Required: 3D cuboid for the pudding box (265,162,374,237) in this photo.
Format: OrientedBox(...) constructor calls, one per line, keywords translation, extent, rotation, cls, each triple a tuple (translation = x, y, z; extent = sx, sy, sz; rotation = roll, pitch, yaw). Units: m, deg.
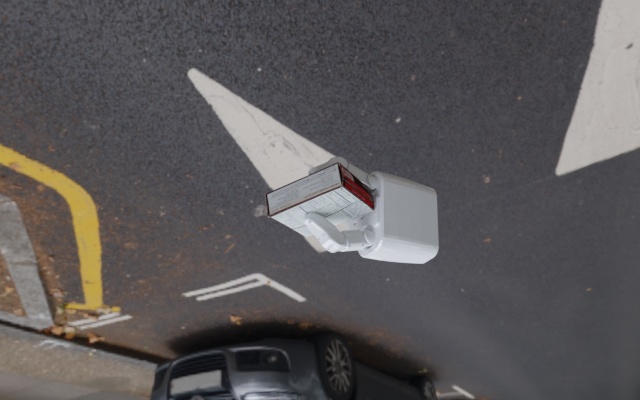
OrientedBox(translation=(0.000, 0.002, 0.614), extent=(0.113, 0.039, 0.090), rotation=(-24, -33, 22), cls="pudding box")
